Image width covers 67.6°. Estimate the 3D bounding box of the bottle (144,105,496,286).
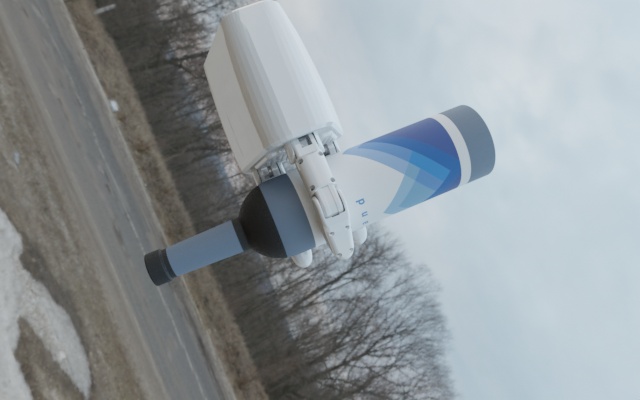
[{"bbox_3d":[0.000,0.001,0.401,0.295,0.069,0.069,-22,3,-8],"label":"bottle"}]
